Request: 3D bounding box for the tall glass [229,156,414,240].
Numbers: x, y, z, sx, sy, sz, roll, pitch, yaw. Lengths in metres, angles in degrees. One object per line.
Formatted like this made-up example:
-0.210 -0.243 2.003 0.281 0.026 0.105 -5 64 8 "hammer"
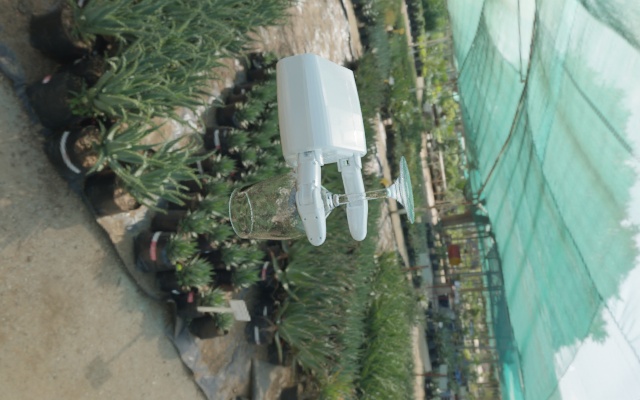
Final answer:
0.001 0.002 0.543 0.201 0.079 0.079 -8 -2 16 "tall glass"
